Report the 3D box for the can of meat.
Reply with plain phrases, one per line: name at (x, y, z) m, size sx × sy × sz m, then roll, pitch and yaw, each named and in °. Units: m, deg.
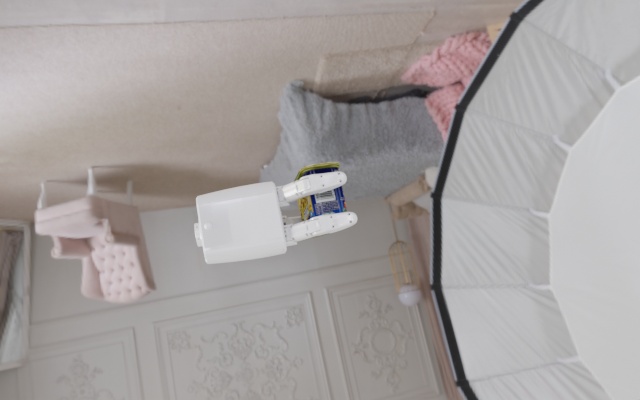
can of meat at (0.000, 0.003, 0.674) m, size 0.057 × 0.084 × 0.102 m, roll -8°, pitch -13°, yaw -14°
